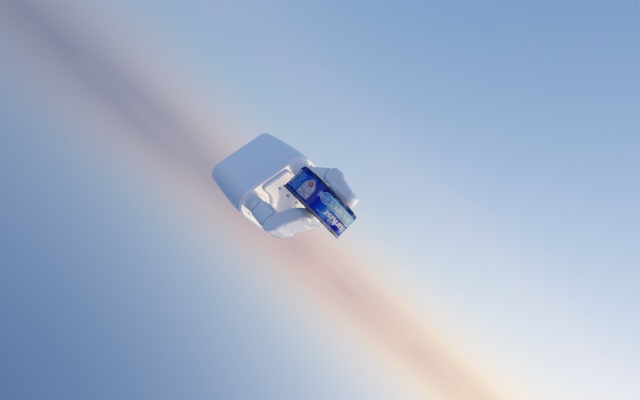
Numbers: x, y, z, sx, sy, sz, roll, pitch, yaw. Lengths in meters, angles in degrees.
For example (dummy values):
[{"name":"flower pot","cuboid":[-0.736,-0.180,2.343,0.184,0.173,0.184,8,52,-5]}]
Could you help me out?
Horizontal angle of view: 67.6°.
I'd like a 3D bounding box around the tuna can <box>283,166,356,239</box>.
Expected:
[{"name":"tuna can","cuboid":[0.001,0.001,0.537,0.086,0.034,0.086,45,-2,2]}]
